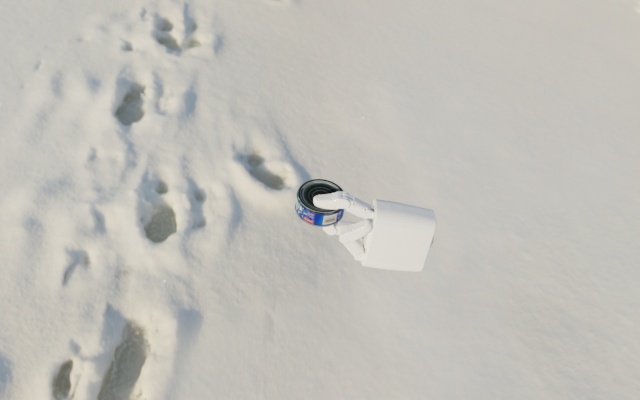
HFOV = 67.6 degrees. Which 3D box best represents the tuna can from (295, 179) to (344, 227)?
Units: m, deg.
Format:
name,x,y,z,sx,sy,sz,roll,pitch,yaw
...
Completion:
name,x,y,z,sx,sy,sz,roll,pitch,yaw
tuna can,0.000,0.002,0.815,0.086,0.086,0.034,5,-45,-5
